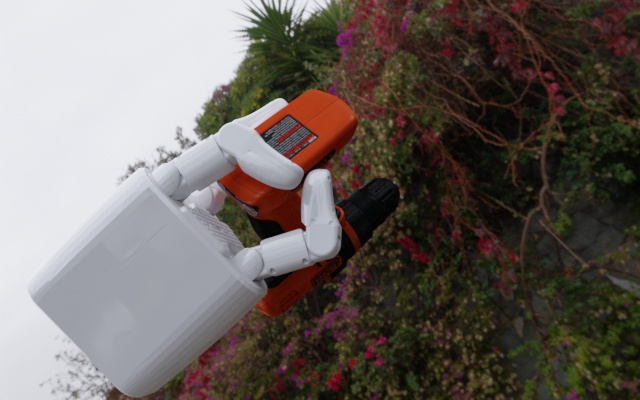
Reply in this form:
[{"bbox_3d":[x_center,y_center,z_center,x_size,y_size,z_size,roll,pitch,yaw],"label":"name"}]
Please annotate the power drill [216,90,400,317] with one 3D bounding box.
[{"bbox_3d":[0.000,0.001,0.408,0.057,0.184,0.188,37,-22,31],"label":"power drill"}]
